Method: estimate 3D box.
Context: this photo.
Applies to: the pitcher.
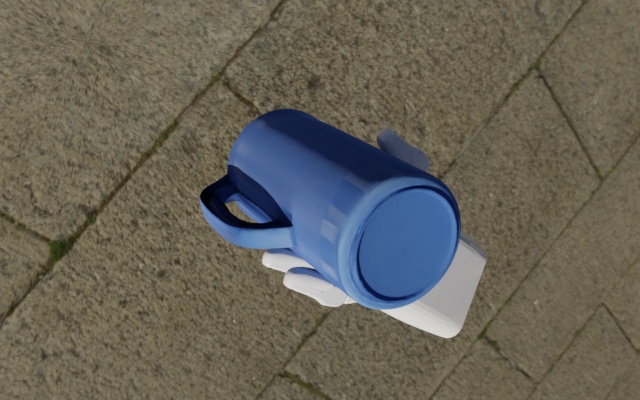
[{"bbox_3d":[0.000,0.001,0.437,0.145,0.149,0.242,32,1,-31],"label":"pitcher"}]
